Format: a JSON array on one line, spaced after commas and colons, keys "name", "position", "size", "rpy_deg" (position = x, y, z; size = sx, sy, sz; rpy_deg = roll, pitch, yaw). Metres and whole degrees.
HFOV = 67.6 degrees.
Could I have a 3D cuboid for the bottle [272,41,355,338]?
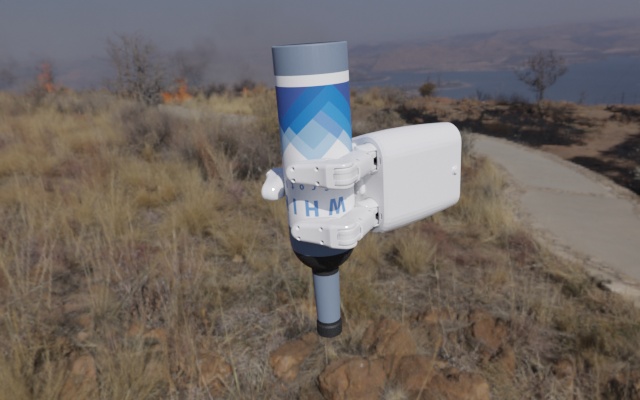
[{"name": "bottle", "position": [0.000, 0.001, 0.466], "size": [0.069, 0.296, 0.069], "rpy_deg": [-4, 19, 1]}]
